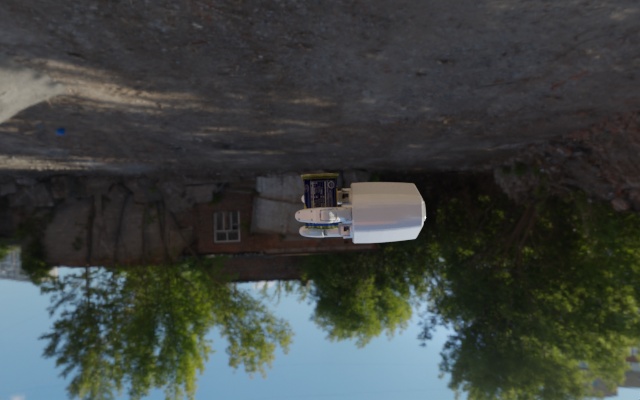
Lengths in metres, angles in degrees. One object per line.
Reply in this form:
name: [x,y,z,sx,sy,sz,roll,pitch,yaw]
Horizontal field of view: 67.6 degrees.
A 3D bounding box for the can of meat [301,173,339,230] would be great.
can of meat: [0.000,0.003,0.758,0.057,0.084,0.102,-2,-1,-1]
